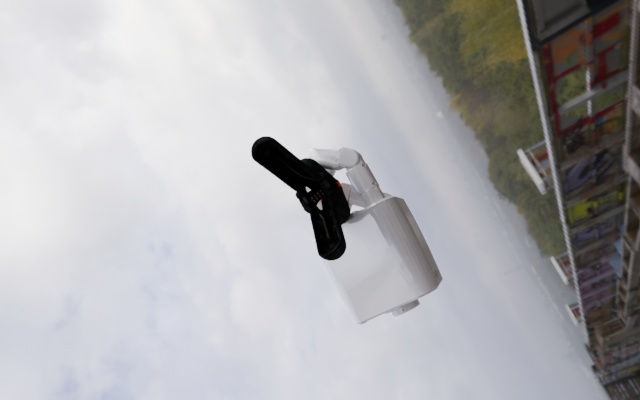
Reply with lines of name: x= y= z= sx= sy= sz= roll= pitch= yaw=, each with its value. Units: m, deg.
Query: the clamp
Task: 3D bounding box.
clamp: x=0.000 y=0.002 z=0.464 sx=0.039 sy=0.120 sz=0.171 roll=-30 pitch=-11 yaw=15
